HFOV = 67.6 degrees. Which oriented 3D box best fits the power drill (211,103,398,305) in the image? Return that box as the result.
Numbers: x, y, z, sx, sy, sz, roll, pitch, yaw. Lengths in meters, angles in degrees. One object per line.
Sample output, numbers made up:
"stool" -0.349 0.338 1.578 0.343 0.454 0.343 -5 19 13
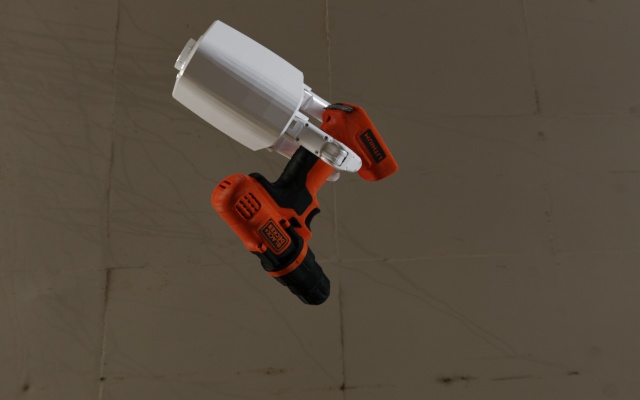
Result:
"power drill" 0.000 0.001 0.519 0.057 0.187 0.184 19 -29 53
